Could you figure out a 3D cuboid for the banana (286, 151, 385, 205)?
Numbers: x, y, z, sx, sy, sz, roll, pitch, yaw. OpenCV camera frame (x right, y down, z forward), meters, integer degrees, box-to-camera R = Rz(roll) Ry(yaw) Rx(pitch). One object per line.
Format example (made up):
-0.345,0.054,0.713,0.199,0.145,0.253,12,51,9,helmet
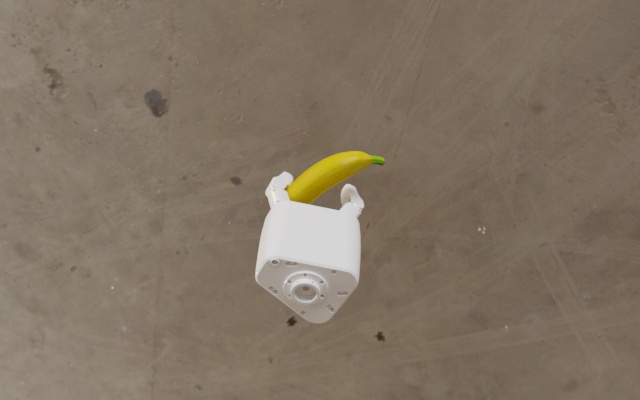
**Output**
-0.008,-0.010,0.641,0.198,0.037,0.070,-35,-53,17,banana
